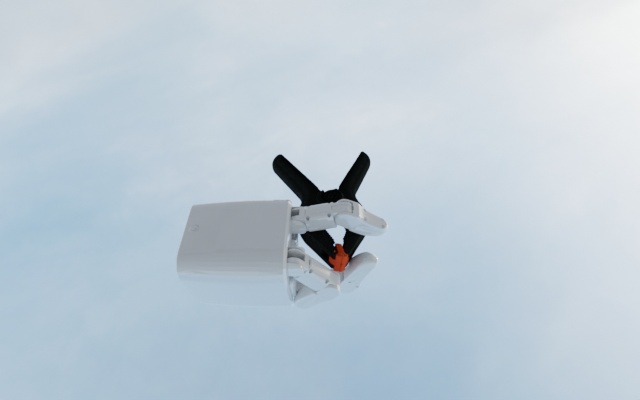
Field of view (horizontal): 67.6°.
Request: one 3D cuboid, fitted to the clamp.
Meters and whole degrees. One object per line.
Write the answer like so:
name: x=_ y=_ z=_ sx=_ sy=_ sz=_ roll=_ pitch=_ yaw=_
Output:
clamp: x=0.000 y=0.002 z=0.543 sx=0.120 sy=0.039 sz=0.171 roll=-1 pitch=45 yaw=3
